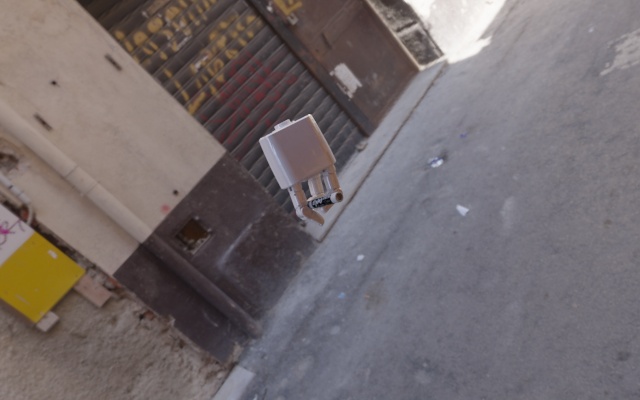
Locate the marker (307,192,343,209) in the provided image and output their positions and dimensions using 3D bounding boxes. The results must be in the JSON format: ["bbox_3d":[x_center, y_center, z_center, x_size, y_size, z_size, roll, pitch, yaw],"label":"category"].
[{"bbox_3d":[0.000,0.003,0.893,0.020,0.020,0.121,0,-9,-34],"label":"marker"}]
